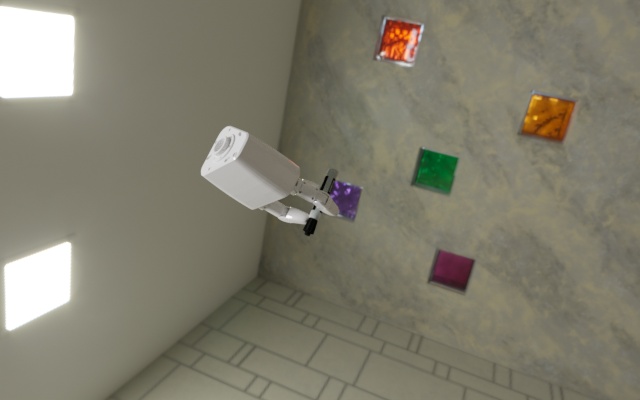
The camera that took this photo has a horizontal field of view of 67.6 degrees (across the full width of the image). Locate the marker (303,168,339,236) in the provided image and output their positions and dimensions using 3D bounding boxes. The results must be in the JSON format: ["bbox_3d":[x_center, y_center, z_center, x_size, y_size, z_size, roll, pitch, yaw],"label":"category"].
[{"bbox_3d":[0.000,0.003,0.785,0.020,0.121,0.020,20,-18,7],"label":"marker"}]
